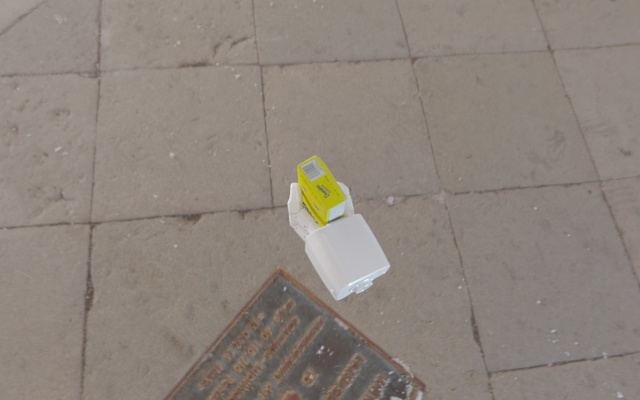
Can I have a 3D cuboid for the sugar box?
[{"bbox_3d":[0.000,0.003,0.835,0.048,0.093,0.176,-29,-19,-14],"label":"sugar box"}]
